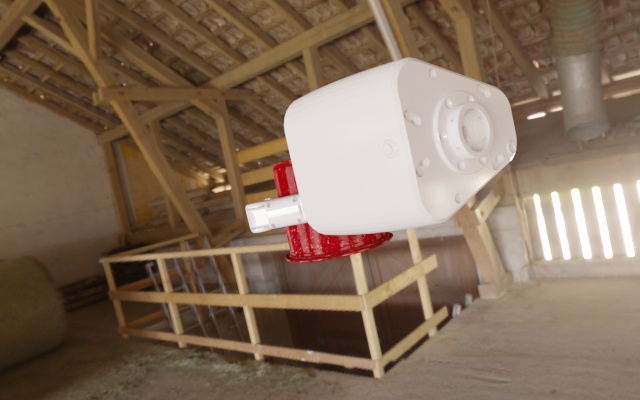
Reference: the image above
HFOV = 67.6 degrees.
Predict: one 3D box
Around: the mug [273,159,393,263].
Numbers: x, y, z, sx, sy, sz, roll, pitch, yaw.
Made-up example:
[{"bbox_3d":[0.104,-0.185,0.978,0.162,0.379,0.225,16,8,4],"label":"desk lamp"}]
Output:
[{"bbox_3d":[-0.001,0.001,0.413,0.093,0.081,0.117,-15,5,-37],"label":"mug"}]
